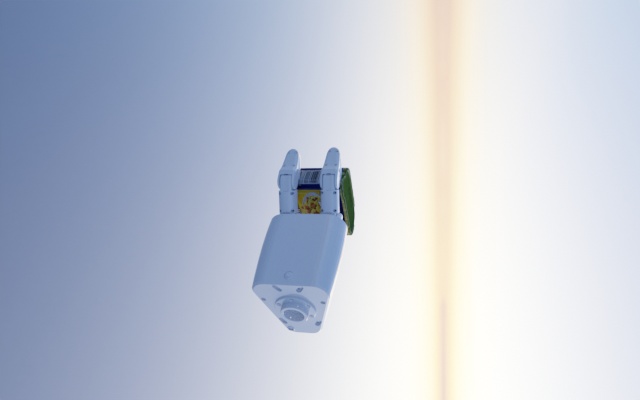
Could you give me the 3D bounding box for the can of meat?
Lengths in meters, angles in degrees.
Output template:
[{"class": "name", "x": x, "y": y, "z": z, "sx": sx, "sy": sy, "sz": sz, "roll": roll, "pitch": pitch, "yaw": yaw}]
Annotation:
[{"class": "can of meat", "x": 0.000, "y": 0.002, "z": 0.652, "sx": 0.084, "sy": 0.102, "sz": 0.057, "roll": 0, "pitch": 40, "yaw": 15}]
